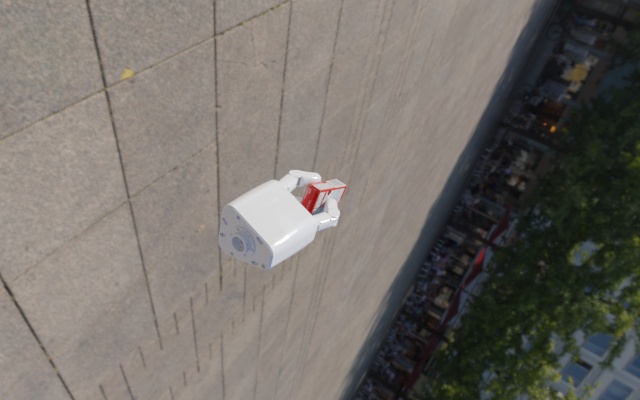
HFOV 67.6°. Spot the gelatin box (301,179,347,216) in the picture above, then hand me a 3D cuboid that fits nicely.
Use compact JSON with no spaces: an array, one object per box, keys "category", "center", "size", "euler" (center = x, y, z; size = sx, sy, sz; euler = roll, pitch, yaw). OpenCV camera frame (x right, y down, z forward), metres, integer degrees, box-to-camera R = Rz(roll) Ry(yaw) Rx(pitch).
[{"category":"gelatin box","center":[0.001,0.003,0.838],"size":[0.030,0.073,0.089],"euler":[35,25,26]}]
